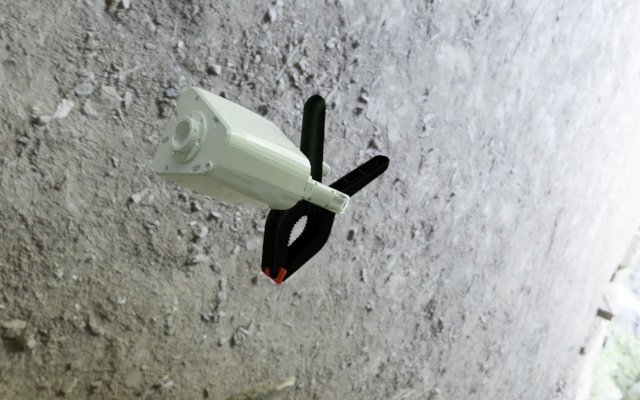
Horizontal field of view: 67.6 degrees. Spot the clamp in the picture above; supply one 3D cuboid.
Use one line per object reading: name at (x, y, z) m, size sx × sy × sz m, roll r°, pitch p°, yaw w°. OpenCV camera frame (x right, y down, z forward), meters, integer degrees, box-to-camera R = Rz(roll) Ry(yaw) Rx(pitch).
clamp at (0.000, 0.003, 0.564) m, size 0.036 × 0.210 × 0.164 m, roll 28°, pitch 4°, yaw 43°
